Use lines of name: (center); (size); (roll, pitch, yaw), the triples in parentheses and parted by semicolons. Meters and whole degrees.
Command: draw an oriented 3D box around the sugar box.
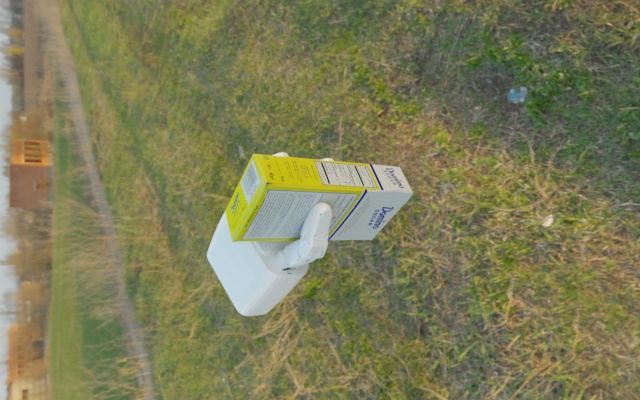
sugar box: (0.000, 0.001, 0.501); (0.176, 0.048, 0.093); (0, -38, -33)
